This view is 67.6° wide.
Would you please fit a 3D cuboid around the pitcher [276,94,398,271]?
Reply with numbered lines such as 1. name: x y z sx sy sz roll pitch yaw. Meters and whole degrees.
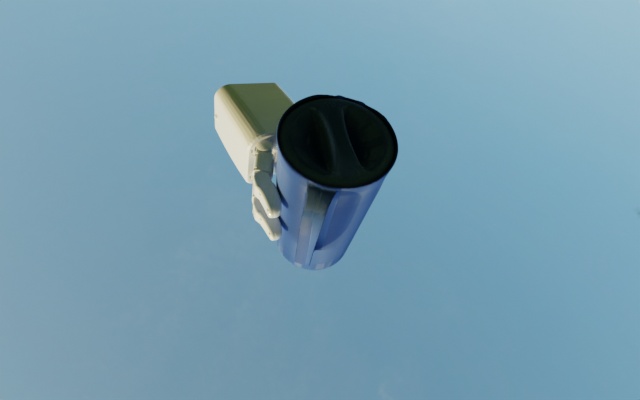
1. pitcher: 0.000 0.002 0.604 0.149 0.145 0.243 -24 -26 -23
